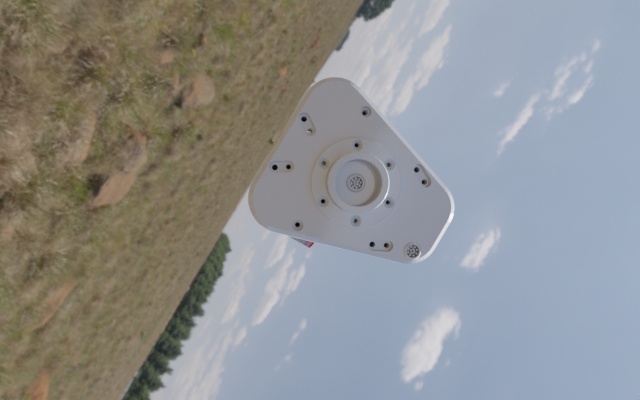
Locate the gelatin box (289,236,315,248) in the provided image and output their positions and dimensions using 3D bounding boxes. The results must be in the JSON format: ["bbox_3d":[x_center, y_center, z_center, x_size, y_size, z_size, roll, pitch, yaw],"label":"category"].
[{"bbox_3d":[0.000,0.002,0.443,0.030,0.073,0.089,30,-14,0],"label":"gelatin box"}]
